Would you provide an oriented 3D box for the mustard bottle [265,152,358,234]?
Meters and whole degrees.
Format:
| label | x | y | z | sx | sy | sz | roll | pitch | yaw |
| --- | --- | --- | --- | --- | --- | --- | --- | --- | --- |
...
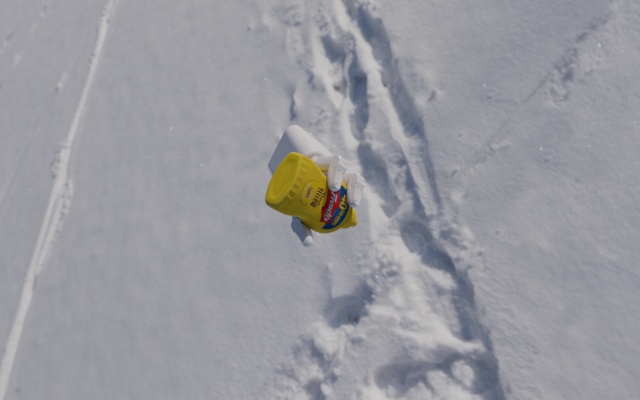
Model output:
| label | x | y | z | sx | sy | sz | roll | pitch | yaw |
| --- | --- | --- | --- | --- | --- | --- | --- | --- | --- |
| mustard bottle | 0.000 | 0.003 | 0.798 | 0.058 | 0.096 | 0.192 | 19 | -9 | 46 |
